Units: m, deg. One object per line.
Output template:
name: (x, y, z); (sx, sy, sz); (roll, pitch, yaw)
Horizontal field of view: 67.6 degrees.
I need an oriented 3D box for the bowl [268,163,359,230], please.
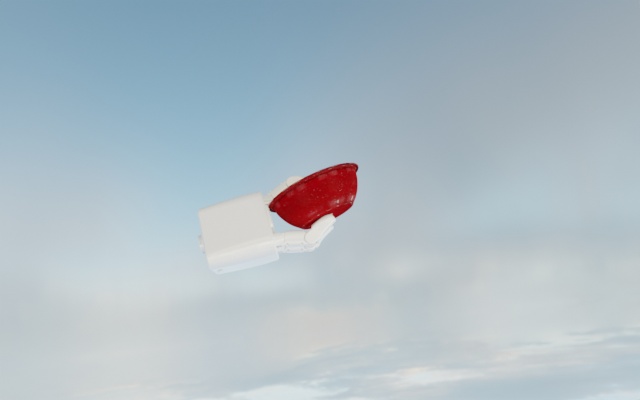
bowl: (0.001, 0.002, 0.770); (0.162, 0.055, 0.162); (-25, -13, -6)
